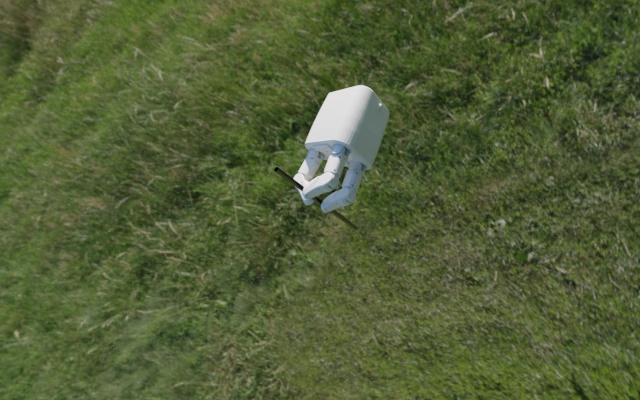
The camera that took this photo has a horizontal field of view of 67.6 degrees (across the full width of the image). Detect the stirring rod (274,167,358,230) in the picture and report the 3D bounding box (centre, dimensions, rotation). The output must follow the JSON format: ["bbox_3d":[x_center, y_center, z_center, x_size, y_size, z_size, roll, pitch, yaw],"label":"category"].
[{"bbox_3d":[0.000,0.003,0.783,0.011,0.011,0.240,0,-24,36],"label":"stirring rod"}]
